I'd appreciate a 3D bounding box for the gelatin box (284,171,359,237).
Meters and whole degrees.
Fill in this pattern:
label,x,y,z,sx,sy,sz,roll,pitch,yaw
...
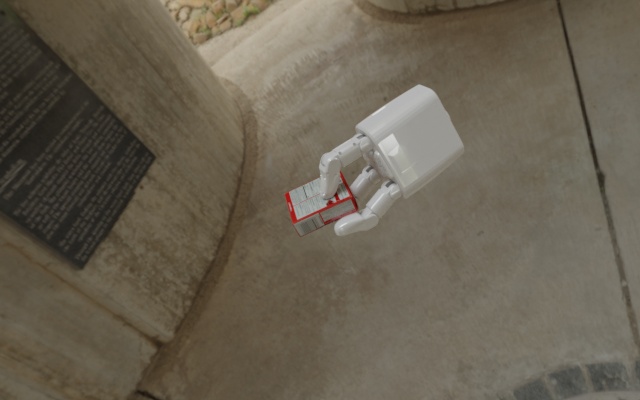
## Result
label,x,y,z,sx,sy,sz,roll,pitch,yaw
gelatin box,0.000,0.002,0.656,0.089,0.030,0.073,-25,37,2
